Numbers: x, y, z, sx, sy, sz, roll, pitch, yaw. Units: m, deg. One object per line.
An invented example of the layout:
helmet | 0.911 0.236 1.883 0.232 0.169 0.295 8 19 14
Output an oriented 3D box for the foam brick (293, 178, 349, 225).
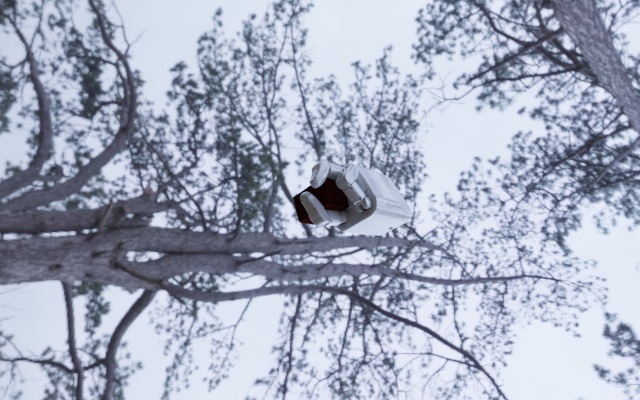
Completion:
foam brick | 0.000 0.003 0.822 0.051 0.053 0.078 12 -35 -43
